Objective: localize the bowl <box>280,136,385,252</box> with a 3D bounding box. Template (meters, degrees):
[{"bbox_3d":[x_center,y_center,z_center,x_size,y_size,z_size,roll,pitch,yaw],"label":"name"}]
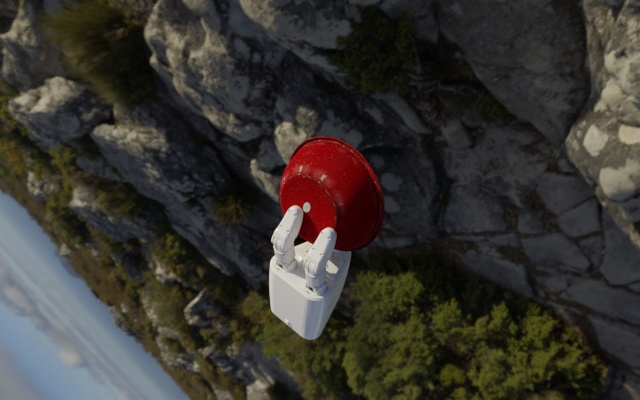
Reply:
[{"bbox_3d":[0.000,0.001,0.613,0.162,0.162,0.055,0,20,41],"label":"bowl"}]
